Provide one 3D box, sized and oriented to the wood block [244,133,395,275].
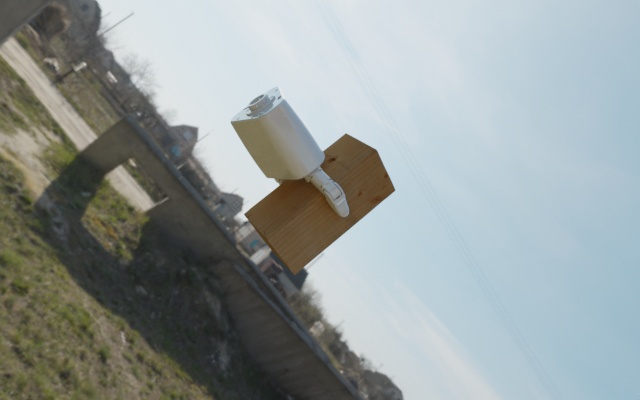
[{"bbox_3d":[0.000,0.002,0.735,0.206,0.090,0.090,-39,39,-10],"label":"wood block"}]
